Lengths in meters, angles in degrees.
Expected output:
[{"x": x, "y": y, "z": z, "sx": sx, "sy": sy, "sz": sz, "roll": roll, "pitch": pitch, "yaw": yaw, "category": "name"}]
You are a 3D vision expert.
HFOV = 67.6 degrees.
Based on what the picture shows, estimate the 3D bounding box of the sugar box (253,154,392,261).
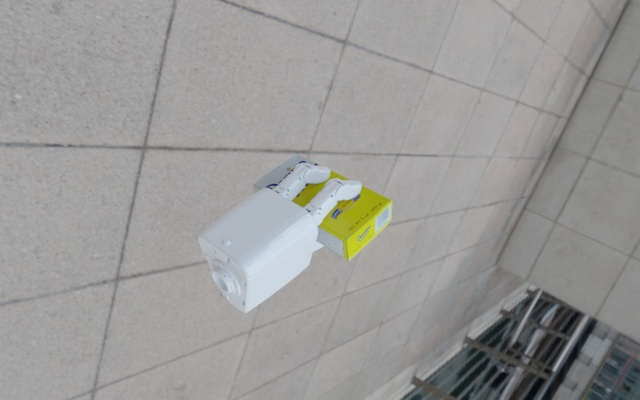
[{"x": 0.000, "y": 0.002, "z": 0.647, "sx": 0.176, "sy": 0.048, "sz": 0.093, "roll": 30, "pitch": 53, "yaw": 32, "category": "sugar box"}]
